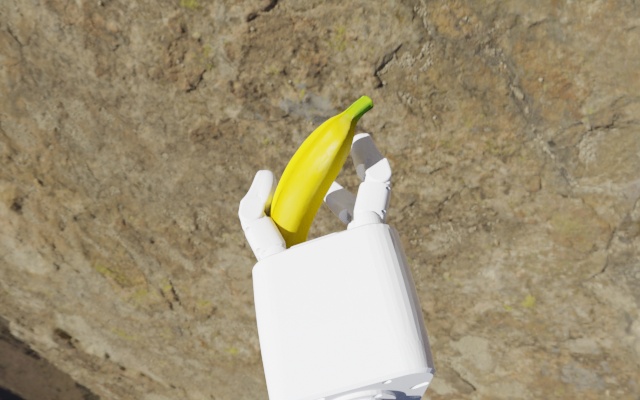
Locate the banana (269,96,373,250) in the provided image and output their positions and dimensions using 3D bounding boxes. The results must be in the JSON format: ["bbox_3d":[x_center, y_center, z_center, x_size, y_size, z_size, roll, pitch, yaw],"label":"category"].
[{"bbox_3d":[-0.012,0.003,0.405,0.069,0.037,0.198,-18,-32,-40],"label":"banana"}]
